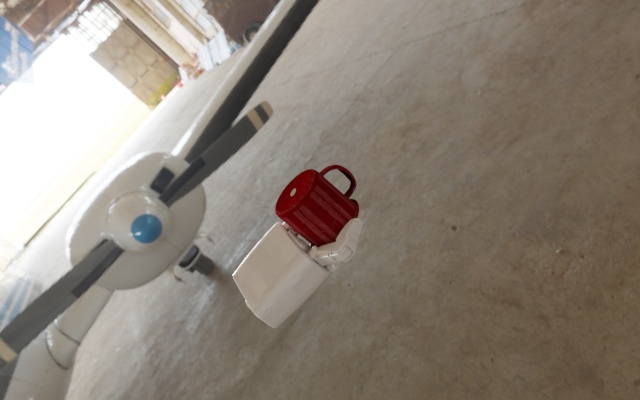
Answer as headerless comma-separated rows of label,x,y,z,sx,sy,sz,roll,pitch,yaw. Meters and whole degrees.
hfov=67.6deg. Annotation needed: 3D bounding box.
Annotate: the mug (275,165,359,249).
mug,0.001,0.001,0.656,0.081,0.117,0.093,41,0,-23
